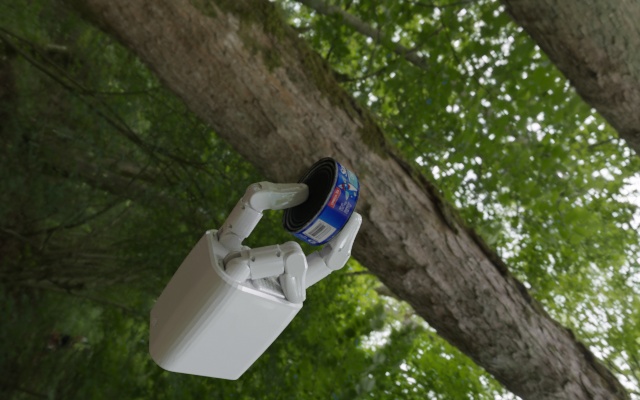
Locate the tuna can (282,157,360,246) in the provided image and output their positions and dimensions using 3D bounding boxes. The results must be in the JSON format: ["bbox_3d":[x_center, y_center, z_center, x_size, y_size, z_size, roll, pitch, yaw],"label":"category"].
[{"bbox_3d":[0.001,0.002,0.477,0.034,0.086,0.086,32,-14,-24],"label":"tuna can"}]
